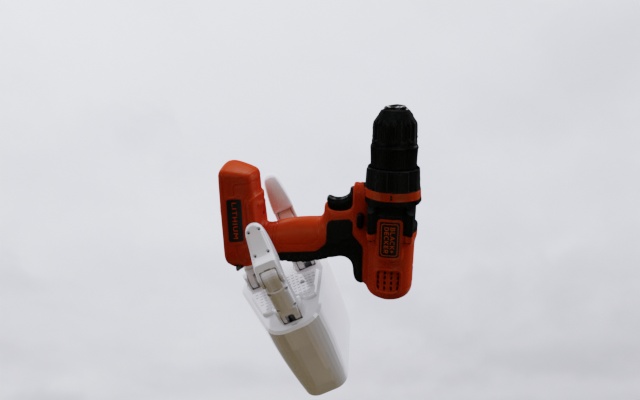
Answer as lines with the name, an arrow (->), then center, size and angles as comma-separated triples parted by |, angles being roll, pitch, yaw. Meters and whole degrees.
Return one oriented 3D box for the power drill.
power drill -> 0.000, 0.002, 0.454 | 0.187, 0.184, 0.057 | 3, 15, 12
